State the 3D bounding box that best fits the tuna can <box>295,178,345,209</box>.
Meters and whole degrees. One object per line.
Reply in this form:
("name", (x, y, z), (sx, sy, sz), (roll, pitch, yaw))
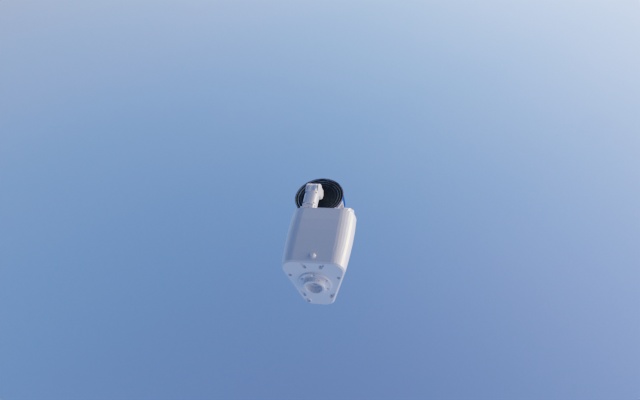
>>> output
("tuna can", (0.000, 0.003, 0.839), (0.086, 0.086, 0.034), (0, -43, 14))
